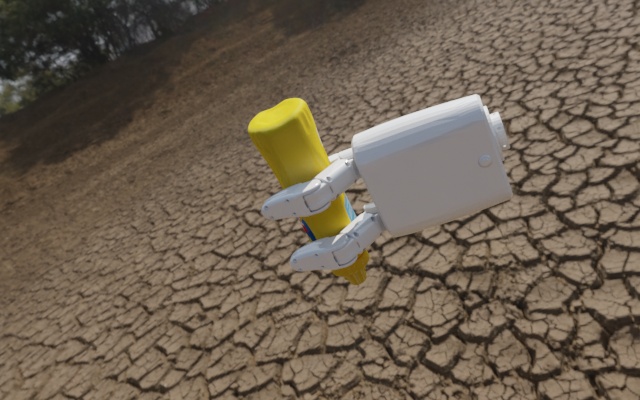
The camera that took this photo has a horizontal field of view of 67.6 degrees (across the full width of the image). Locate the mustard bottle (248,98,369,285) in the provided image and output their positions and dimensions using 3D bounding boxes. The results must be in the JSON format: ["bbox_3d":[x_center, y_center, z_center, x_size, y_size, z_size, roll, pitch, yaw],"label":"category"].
[{"bbox_3d":[0.000,0.001,0.454,0.058,0.192,0.096,-27,21,-1],"label":"mustard bottle"}]
